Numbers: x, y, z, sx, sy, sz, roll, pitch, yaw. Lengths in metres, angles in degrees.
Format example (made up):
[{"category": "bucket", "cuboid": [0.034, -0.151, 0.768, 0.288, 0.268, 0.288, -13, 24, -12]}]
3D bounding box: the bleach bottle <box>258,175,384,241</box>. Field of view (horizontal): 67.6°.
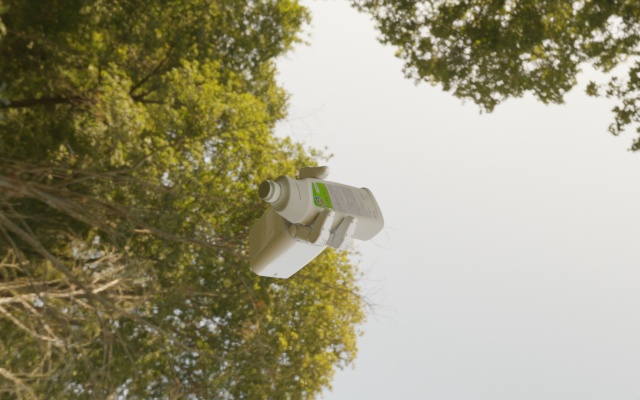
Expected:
[{"category": "bleach bottle", "cuboid": [0.000, 0.003, 0.798, 0.251, 0.102, 0.068, 16, -49, -44]}]
